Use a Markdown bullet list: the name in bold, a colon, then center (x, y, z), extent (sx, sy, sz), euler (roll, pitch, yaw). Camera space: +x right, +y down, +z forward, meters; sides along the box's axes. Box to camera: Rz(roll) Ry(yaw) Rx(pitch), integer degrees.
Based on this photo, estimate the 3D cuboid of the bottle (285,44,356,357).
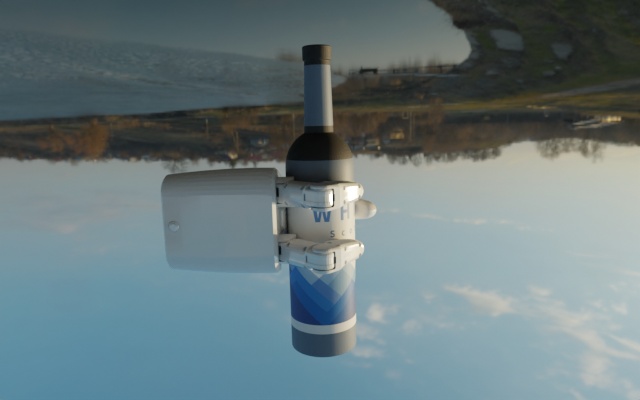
- **bottle**: center (0.000, 0.002, 0.469), extent (0.069, 0.296, 0.069), euler (-1, 10, 0)
